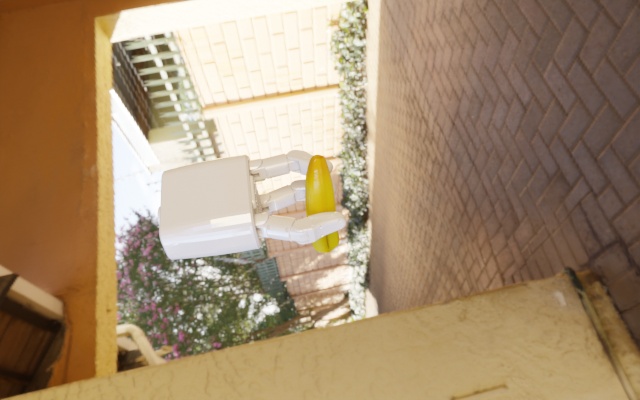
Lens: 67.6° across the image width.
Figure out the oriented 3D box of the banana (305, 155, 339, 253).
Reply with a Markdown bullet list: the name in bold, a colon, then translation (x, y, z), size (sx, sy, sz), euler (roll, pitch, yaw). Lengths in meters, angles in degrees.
- **banana**: translation (0.002, 0.020, 0.592), size (0.037, 0.069, 0.198), euler (-6, -26, 2)
